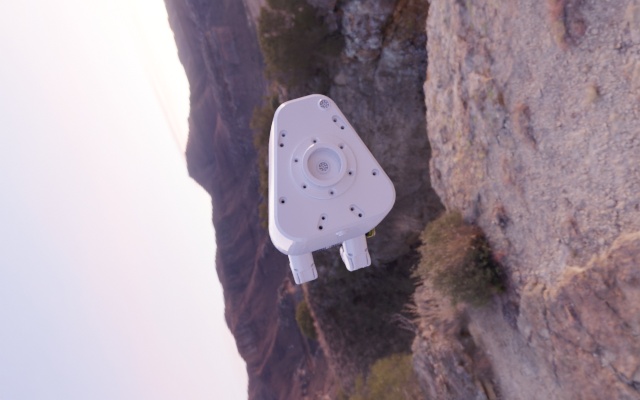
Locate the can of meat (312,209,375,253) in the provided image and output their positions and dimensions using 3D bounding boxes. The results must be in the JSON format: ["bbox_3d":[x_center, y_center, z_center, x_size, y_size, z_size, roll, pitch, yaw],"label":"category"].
[{"bbox_3d":[0.000,0.002,0.501,0.084,0.102,0.057,-17,-5,-8],"label":"can of meat"}]
